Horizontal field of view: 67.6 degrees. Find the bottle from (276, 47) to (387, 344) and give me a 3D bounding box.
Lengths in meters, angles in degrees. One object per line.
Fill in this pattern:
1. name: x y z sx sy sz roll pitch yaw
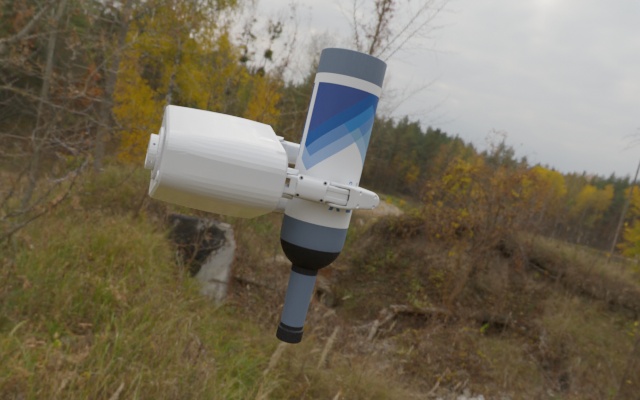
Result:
1. bottle: 0.000 0.001 0.486 0.069 0.296 0.069 13 5 -1
